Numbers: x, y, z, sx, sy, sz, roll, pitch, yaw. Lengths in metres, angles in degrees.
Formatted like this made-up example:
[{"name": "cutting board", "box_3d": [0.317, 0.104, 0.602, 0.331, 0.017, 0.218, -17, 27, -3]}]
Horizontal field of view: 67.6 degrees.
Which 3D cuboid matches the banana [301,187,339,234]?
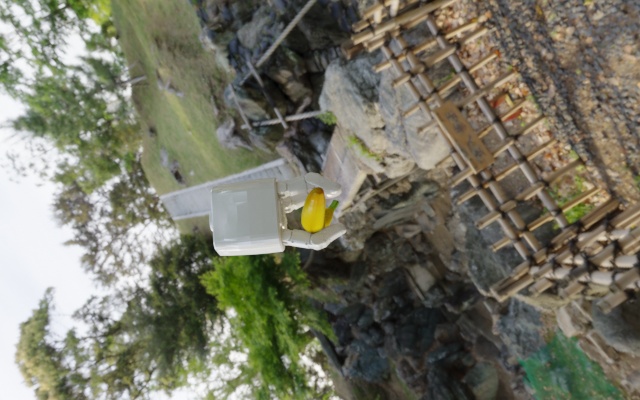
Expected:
[{"name": "banana", "box_3d": [-0.005, 0.020, 0.754, 0.037, 0.069, 0.198, 18, -2, 8]}]
